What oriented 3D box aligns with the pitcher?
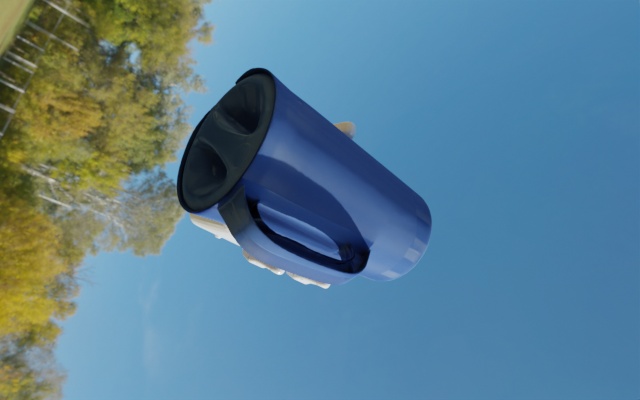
[{"bbox_3d":[0.000,0.001,0.453,0.243,0.149,0.145,29,-13,-36],"label":"pitcher"}]
